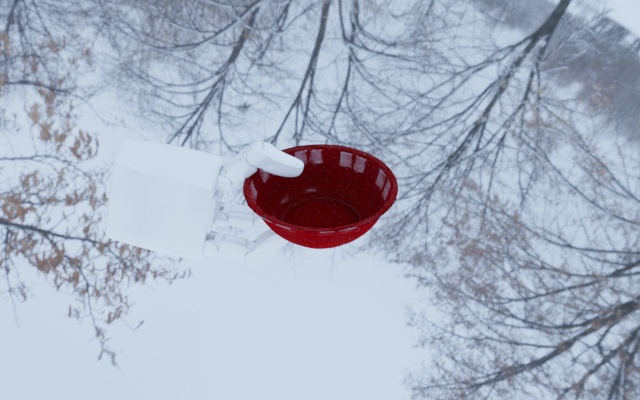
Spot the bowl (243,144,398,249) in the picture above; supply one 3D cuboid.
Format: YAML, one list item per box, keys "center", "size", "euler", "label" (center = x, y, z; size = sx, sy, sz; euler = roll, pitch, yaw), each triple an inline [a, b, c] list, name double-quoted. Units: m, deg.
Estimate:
- center: [0.001, 0.002, 0.512]
  size: [0.162, 0.055, 0.162]
  euler: [0, 36, 0]
  label: "bowl"
